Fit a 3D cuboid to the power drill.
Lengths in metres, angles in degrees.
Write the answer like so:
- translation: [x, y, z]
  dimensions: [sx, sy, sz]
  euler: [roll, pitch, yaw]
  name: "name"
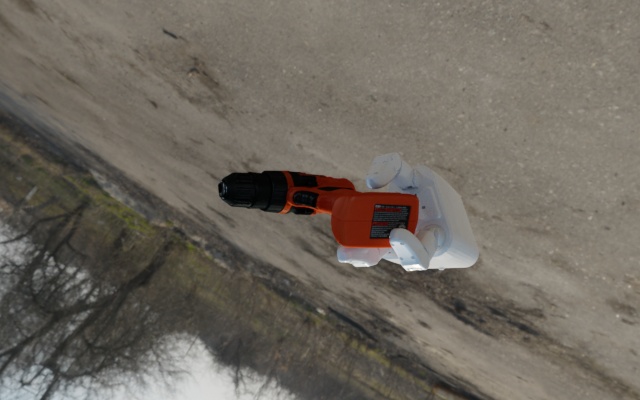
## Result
- translation: [0.001, 0.002, 0.532]
  dimensions: [0.184, 0.057, 0.187]
  euler: [0, 12, -34]
  name: "power drill"
